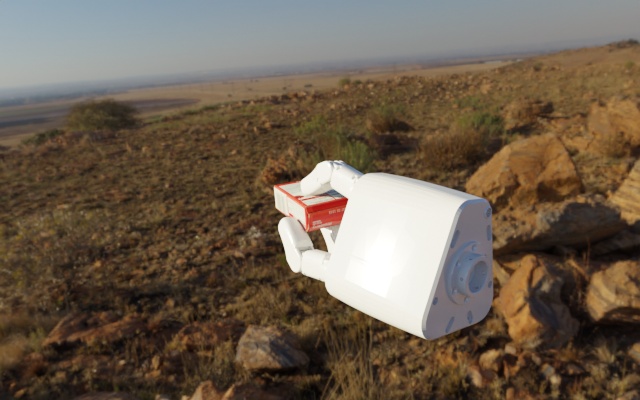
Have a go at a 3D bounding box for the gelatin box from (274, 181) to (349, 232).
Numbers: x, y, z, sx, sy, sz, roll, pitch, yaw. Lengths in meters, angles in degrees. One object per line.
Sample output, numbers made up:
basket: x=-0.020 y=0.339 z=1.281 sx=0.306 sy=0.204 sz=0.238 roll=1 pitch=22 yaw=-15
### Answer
gelatin box: x=0.000 y=0.001 z=0.513 sx=0.073 sy=0.030 sz=0.089 roll=-11 pitch=21 yaw=-24
